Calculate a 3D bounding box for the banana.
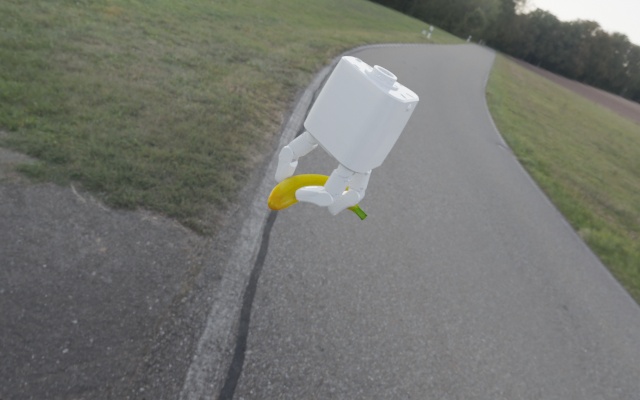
[{"bbox_3d":[-0.006,-0.010,0.710,0.198,0.037,0.069,6,39,-43],"label":"banana"}]
